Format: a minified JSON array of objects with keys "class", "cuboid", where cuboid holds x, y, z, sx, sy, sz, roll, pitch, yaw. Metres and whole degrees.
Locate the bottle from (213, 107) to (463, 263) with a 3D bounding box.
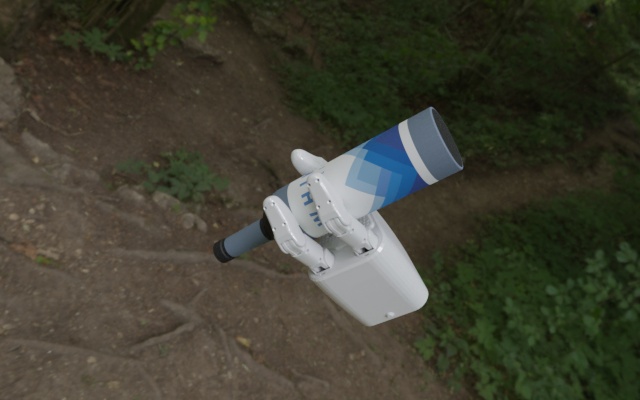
[{"class":"bottle","cuboid":[0.000,0.001,0.510,0.296,0.069,0.069,-27,-12,24]}]
